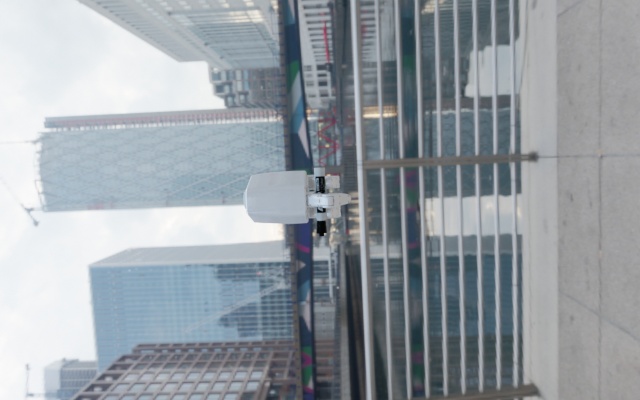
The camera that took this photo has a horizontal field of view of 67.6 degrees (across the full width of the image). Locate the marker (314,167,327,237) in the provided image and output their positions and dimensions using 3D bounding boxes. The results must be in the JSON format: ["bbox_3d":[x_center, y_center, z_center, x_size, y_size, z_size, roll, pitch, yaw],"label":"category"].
[{"bbox_3d":[0.000,0.003,0.838,0.020,0.121,0.020,-2,4,0],"label":"marker"}]
